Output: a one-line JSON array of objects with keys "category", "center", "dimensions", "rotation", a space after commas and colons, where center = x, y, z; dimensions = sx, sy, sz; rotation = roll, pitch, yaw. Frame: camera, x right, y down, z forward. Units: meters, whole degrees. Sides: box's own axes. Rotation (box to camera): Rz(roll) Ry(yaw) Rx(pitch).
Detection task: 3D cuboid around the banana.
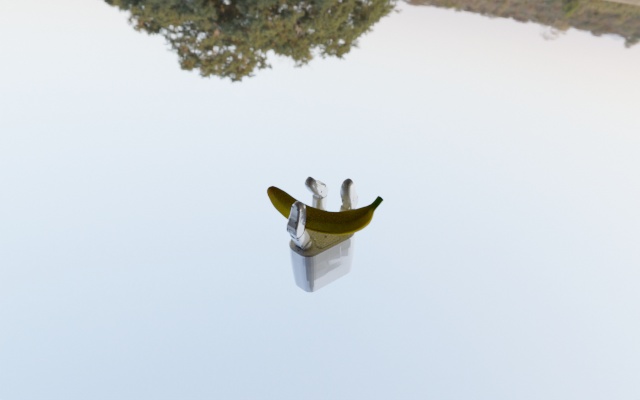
[{"category": "banana", "center": [-0.001, 0.019, 0.765], "dimensions": [0.198, 0.069, 0.037], "rotation": [7, -27, 17]}]
